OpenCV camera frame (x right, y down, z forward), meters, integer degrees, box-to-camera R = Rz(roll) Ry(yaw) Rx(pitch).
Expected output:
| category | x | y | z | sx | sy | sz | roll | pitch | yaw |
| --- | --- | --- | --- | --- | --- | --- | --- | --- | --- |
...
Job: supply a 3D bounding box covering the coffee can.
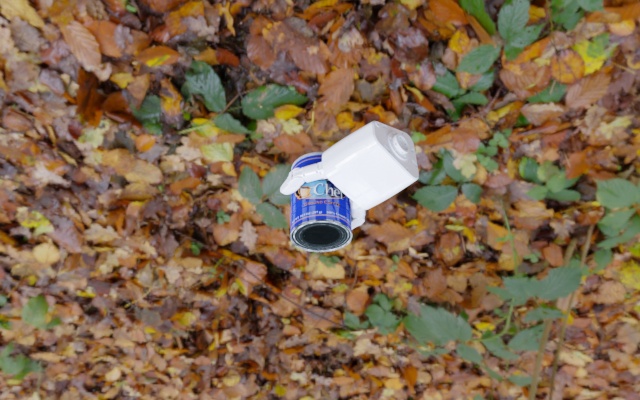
| category | x | y | z | sx | sy | sz | roll | pitch | yaw |
| --- | --- | --- | --- | --- | --- | --- | --- | --- | --- |
| coffee can | 0.000 | 0.003 | 0.816 | 0.103 | 0.140 | 0.103 | -1 | -34 | 0 |
